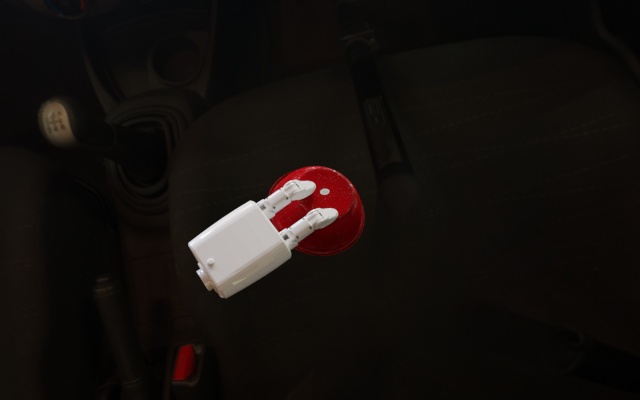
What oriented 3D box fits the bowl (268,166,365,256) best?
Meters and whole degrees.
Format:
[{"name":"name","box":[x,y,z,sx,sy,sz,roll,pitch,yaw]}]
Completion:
[{"name":"bowl","box":[0.001,0.001,0.745,0.162,0.162,0.055,0,-31,-17]}]
